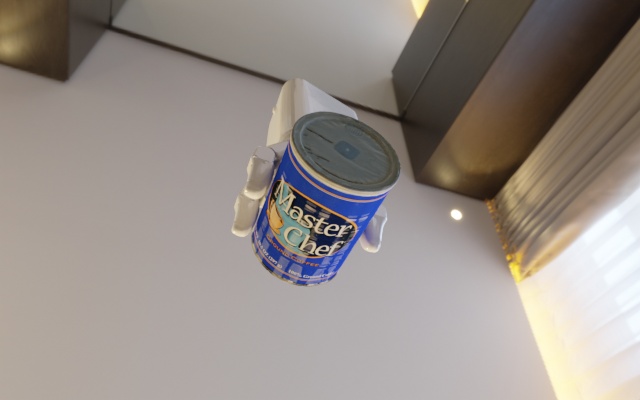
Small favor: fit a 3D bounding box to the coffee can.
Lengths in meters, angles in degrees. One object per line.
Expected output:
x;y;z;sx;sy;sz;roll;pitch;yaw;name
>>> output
0.000;0.002;0.460;0.103;0.102;0.140;0;-42;-28;coffee can
